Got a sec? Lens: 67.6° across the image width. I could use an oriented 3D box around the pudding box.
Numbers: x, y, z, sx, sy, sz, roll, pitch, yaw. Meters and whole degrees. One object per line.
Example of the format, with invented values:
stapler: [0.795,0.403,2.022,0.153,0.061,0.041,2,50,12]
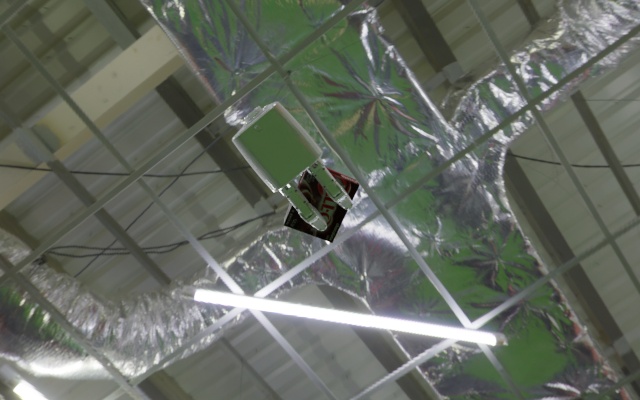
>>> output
pudding box: [0.000,0.002,0.787,0.090,0.113,0.039,21,17,-12]
